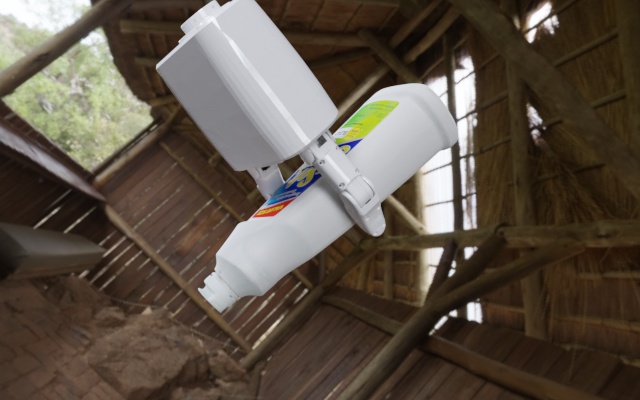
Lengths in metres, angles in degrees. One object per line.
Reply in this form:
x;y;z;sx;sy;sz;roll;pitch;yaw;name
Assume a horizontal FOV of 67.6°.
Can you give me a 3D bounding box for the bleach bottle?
0.000;0.001;0.418;0.251;0.068;0.102;-43;22;-13;bleach bottle
